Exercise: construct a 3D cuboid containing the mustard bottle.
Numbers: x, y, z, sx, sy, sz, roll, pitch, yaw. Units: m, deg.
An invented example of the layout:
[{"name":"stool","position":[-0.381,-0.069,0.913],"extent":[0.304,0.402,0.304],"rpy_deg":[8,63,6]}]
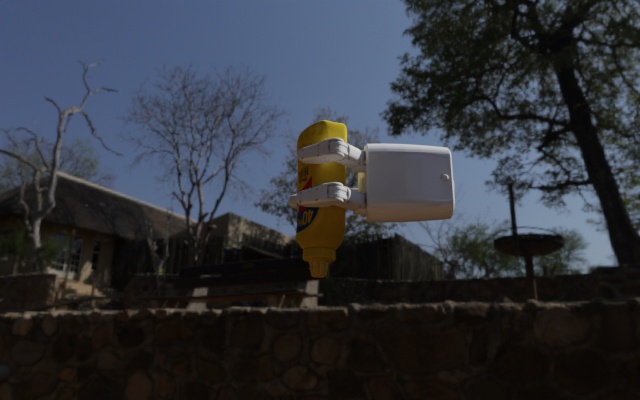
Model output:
[{"name":"mustard bottle","position":[0.000,0.002,0.613],"extent":[0.058,0.191,0.096],"rpy_deg":[8,-18,-23]}]
